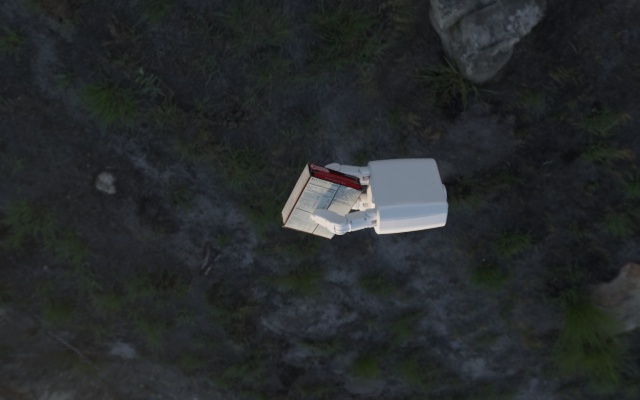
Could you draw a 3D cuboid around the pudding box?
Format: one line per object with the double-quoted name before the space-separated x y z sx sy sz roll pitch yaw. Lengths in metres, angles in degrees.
"pudding box" 0.000 0.003 0.744 0.090 0.113 0.039 17 34 -20
